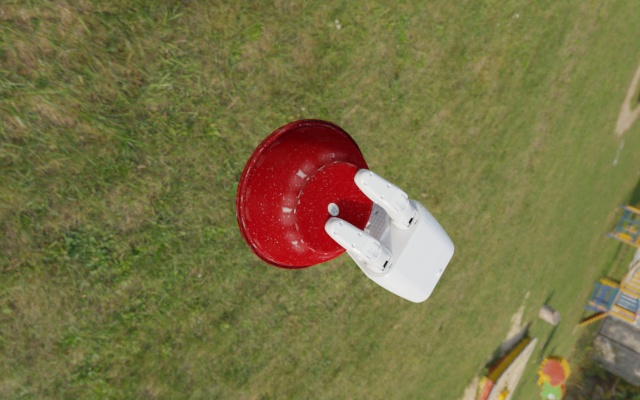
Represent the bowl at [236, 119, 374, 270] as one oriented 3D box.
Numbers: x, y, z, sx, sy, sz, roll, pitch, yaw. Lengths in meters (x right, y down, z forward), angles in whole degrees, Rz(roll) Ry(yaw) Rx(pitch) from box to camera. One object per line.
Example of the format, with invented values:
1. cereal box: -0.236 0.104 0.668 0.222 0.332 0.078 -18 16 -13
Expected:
1. bowl: -0.001 0.001 0.478 0.162 0.162 0.055 0 14 -34
